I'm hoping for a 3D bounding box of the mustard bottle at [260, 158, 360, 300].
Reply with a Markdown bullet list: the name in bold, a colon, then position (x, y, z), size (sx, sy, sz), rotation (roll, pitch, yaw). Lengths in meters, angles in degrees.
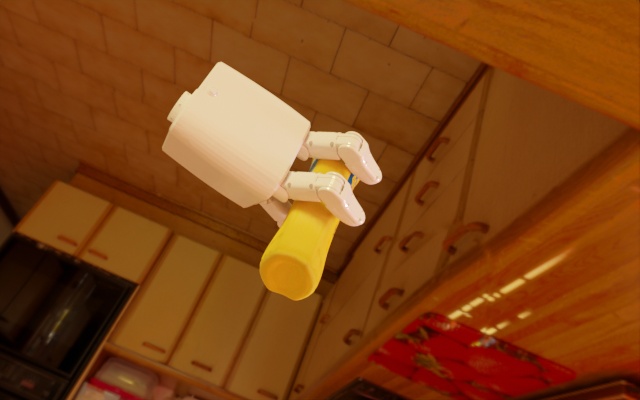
- **mustard bottle**: position (0.000, 0.002, 0.496), size (0.058, 0.191, 0.096), rotation (21, -34, 4)
